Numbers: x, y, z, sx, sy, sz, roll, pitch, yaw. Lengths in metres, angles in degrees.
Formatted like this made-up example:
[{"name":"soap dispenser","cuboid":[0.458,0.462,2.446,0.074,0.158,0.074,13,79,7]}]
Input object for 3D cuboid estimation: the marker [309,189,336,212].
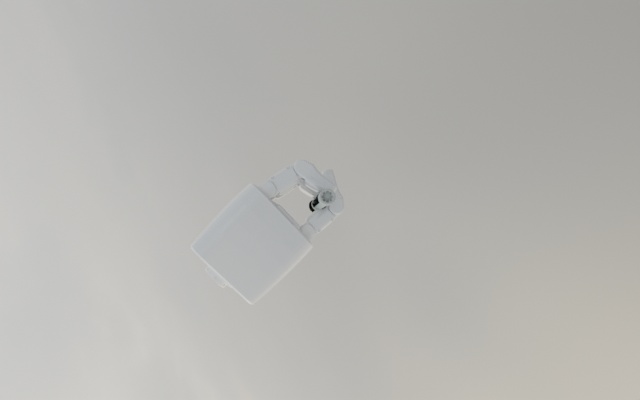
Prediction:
[{"name":"marker","cuboid":[0.000,0.002,0.600,0.020,0.020,0.121,0,-6,-8]}]
